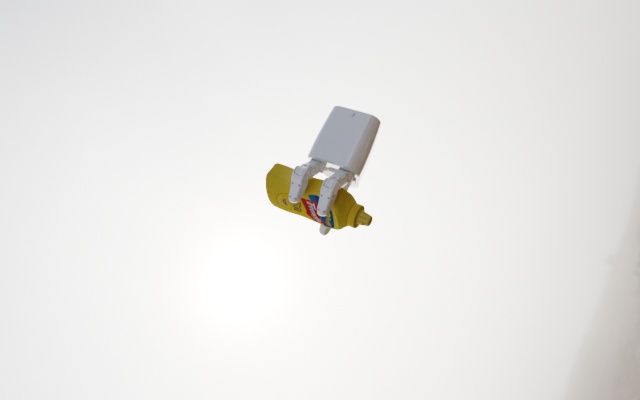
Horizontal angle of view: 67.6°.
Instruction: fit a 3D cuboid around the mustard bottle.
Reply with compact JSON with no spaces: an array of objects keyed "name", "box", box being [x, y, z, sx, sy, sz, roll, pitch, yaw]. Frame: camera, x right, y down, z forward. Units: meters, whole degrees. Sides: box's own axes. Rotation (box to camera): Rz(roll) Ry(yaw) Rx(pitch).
[{"name":"mustard bottle","box":[0.000,0.003,0.815,0.191,0.058,0.096,20,-36,24]}]
